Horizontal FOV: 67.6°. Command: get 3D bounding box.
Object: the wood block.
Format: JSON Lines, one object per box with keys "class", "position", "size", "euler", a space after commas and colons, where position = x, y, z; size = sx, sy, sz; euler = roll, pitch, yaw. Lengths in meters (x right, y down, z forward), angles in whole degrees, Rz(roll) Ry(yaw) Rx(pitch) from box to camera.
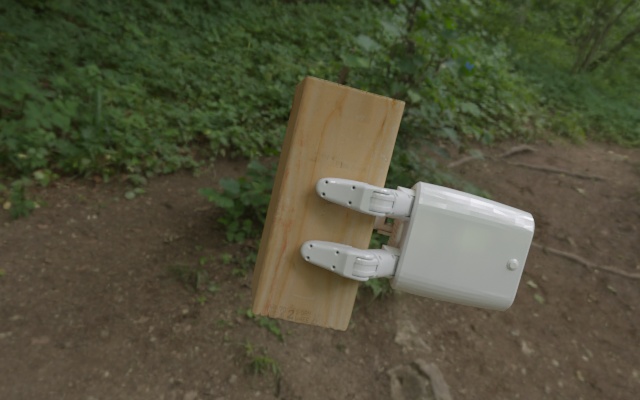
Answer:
{"class": "wood block", "position": [0.000, 0.001, 0.448], "size": [0.090, 0.206, 0.091], "euler": [13, 6, -9]}
